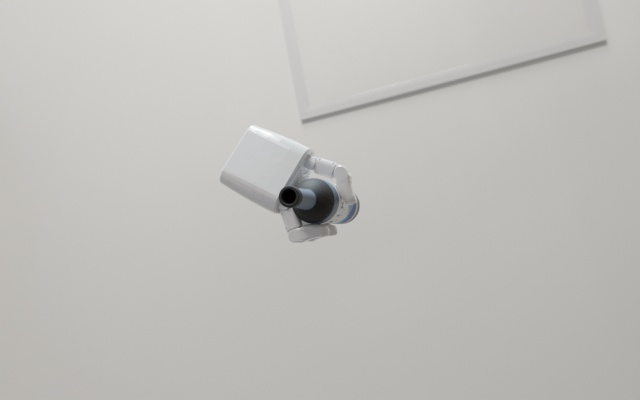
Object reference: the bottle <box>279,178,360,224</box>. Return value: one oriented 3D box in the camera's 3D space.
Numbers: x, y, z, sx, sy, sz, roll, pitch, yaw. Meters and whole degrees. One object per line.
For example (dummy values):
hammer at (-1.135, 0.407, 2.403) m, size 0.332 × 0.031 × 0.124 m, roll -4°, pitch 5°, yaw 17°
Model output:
bottle at (0.000, 0.002, 0.725) m, size 0.069 × 0.069 × 0.296 m, roll 0°, pitch -3°, yaw 15°
